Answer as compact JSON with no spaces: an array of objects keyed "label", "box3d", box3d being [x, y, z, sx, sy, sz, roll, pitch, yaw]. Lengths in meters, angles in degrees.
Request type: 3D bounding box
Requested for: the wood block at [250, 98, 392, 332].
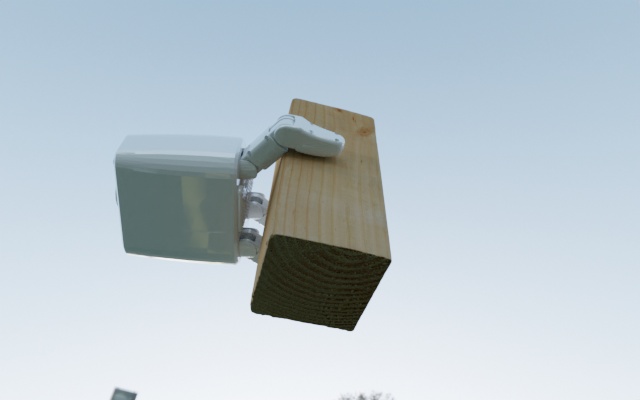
[{"label":"wood block","box3d":[0.000,0.001,0.436,0.090,0.091,0.206,13,38,-9]}]
